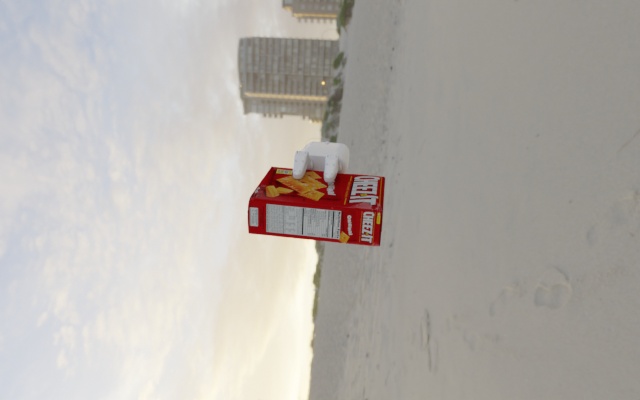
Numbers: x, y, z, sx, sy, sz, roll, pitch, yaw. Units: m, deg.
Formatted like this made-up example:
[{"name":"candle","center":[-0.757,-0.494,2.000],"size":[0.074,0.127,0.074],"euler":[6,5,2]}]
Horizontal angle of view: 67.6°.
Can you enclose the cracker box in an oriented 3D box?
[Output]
[{"name":"cracker box","center":[0.000,0.003,0.813],"size":[0.213,0.072,0.164],"euler":[5,23,7]}]
